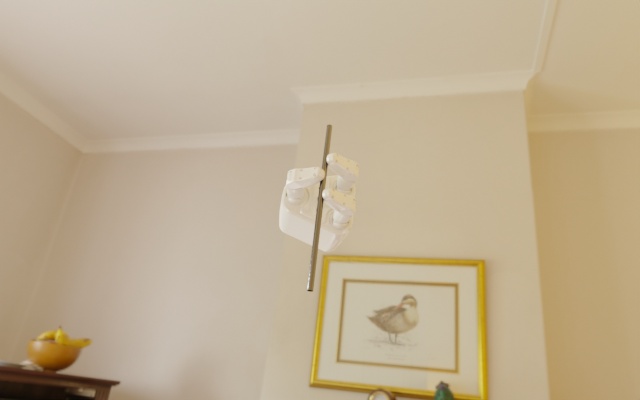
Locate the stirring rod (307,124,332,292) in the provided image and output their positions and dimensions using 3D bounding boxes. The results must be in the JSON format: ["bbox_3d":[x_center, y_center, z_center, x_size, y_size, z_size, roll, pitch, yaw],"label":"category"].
[{"bbox_3d":[0.000,0.002,0.635,0.011,0.239,0.011,6,-24,3],"label":"stirring rod"}]
